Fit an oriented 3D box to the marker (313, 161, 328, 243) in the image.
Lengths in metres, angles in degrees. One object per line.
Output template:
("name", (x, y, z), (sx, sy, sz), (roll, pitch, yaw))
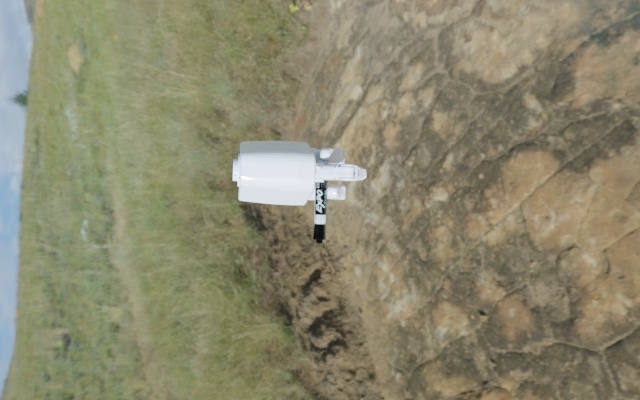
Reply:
("marker", (0.000, 0.002, 0.702), (0.020, 0.121, 0.020), (2, 0, 0))
